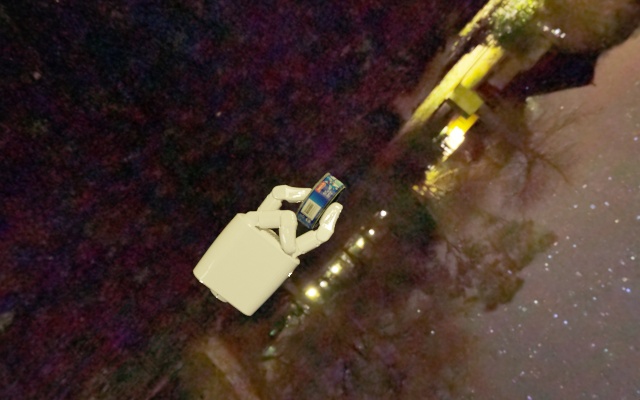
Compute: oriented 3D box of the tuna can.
[{"bbox_3d":[0.001,0.003,0.721,0.034,0.086,0.086,37,5,7],"label":"tuna can"}]
